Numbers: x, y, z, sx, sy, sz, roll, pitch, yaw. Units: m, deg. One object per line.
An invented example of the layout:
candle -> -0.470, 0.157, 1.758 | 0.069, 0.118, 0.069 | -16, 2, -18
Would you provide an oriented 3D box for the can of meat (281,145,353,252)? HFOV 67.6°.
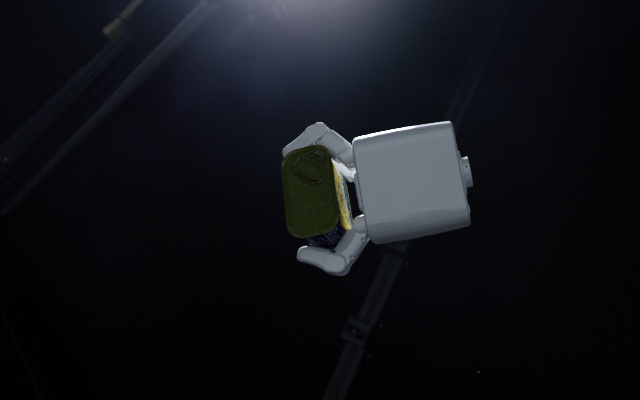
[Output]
can of meat -> 0.000, 0.002, 0.537 | 0.057, 0.102, 0.084 | -13, -22, 14
